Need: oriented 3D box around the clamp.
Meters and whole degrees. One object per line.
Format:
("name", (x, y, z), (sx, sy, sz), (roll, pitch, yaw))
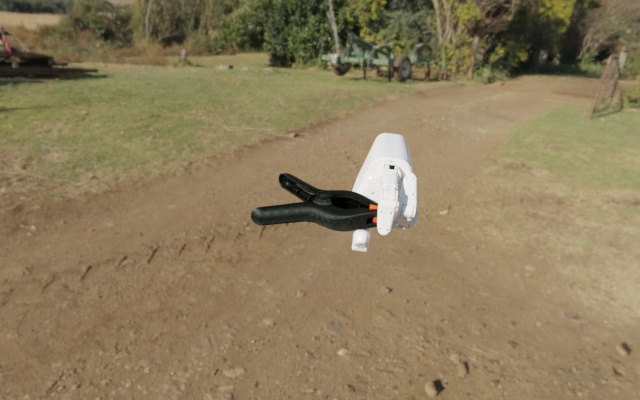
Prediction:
("clamp", (0.000, 0.002, 0.658), (0.171, 0.039, 0.120), (7, 38, 4))
